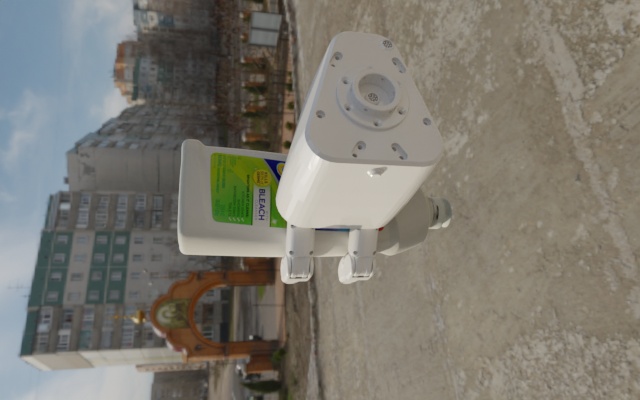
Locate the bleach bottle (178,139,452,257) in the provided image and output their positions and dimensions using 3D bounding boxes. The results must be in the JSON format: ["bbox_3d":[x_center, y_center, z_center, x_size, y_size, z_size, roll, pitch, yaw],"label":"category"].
[{"bbox_3d":[0.000,0.002,0.446,0.251,0.102,0.068,1,-23,-13],"label":"bleach bottle"}]
